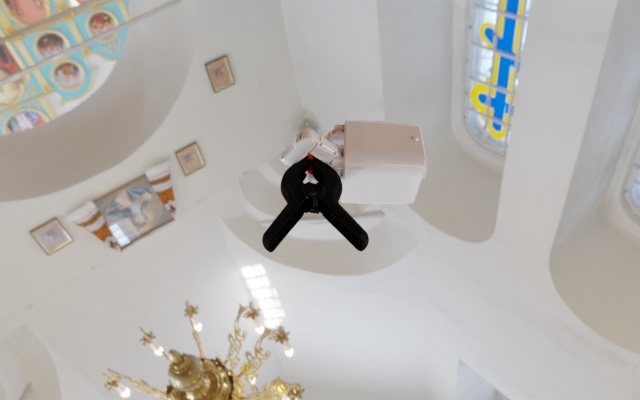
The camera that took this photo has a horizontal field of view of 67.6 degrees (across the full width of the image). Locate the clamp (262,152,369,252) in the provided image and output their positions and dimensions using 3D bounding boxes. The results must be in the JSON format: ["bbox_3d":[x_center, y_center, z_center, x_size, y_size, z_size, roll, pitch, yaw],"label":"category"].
[{"bbox_3d":[0.000,0.002,0.591,0.120,0.171,0.039,10,-45,-3],"label":"clamp"}]
